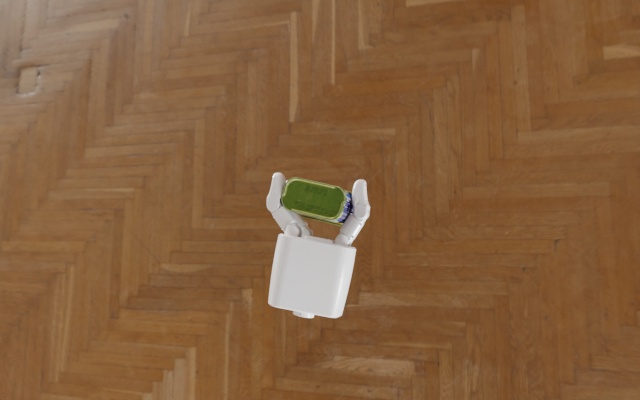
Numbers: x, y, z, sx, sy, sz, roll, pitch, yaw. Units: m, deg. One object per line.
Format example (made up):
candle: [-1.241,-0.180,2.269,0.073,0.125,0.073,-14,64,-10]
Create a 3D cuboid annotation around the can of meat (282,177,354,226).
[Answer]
can of meat: [0.000,0.002,0.728,0.102,0.057,0.084,13,-3,18]
